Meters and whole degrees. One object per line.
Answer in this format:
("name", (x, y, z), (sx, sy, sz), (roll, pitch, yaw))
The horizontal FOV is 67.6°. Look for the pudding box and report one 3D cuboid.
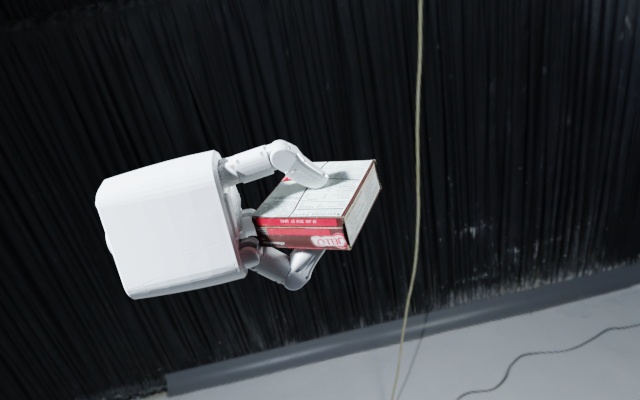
("pudding box", (0.000, 0.001, 0.454), (0.090, 0.039, 0.113), (1, 32, 23))
